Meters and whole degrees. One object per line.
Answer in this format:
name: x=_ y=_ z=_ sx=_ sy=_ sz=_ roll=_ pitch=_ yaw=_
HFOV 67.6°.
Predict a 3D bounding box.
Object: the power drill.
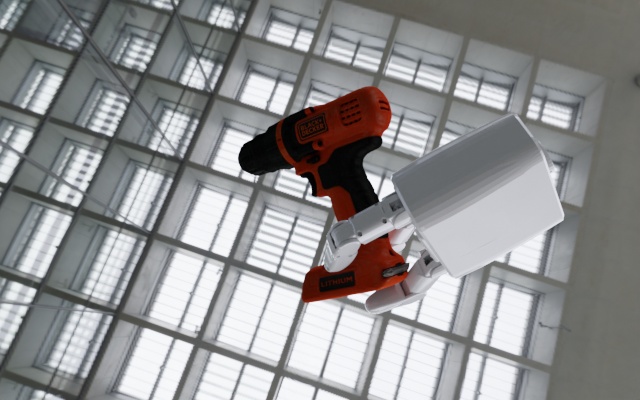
power drill: x=0.000 y=0.002 z=0.472 sx=0.184 sy=0.187 sz=0.057 roll=-17 pitch=-6 yaw=37
